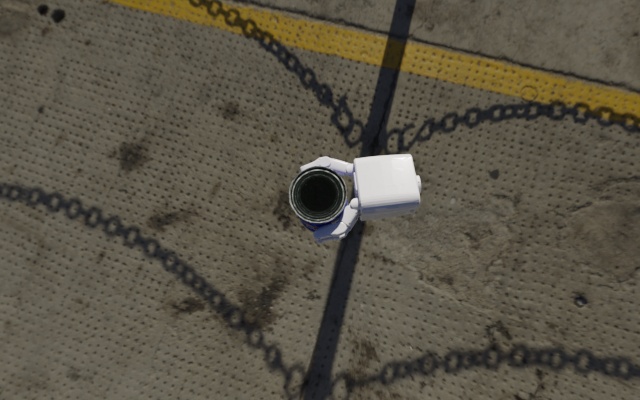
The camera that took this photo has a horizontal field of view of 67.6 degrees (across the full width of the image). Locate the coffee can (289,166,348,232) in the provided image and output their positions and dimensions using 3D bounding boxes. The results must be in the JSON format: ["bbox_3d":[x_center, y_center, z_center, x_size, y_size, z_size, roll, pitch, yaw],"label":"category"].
[{"bbox_3d":[0.000,0.003,0.893,0.103,0.102,0.140,0,-11,4],"label":"coffee can"}]
